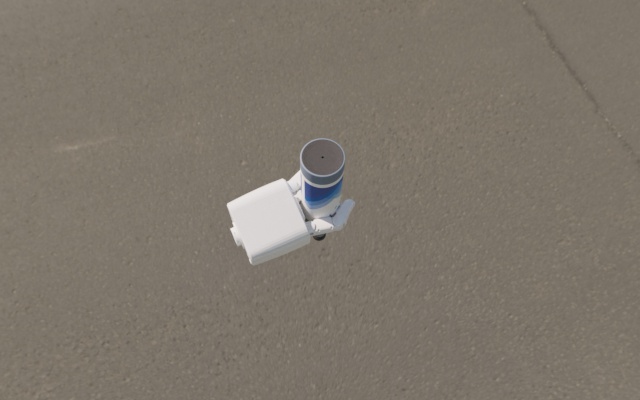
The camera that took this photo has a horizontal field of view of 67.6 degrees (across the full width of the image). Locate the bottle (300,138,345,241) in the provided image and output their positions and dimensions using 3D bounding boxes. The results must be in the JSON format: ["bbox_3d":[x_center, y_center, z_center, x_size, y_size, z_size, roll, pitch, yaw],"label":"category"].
[{"bbox_3d":[0.000,0.003,0.826,0.069,0.069,0.296,0,-27,-1],"label":"bottle"}]
